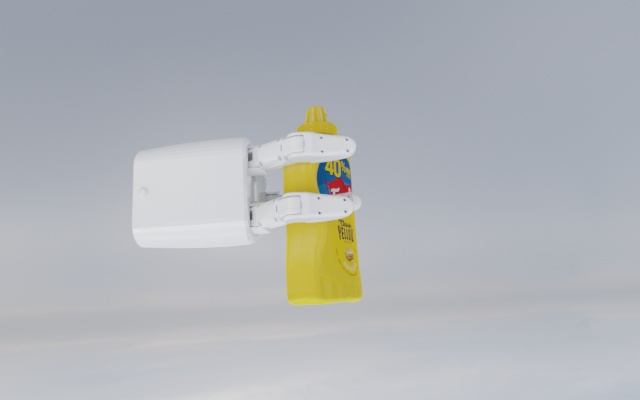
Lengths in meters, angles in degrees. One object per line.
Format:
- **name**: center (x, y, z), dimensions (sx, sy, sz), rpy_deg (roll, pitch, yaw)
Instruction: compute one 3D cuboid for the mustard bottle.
- **mustard bottle**: center (0.000, 0.002, 0.459), dimensions (0.058, 0.191, 0.096), rpy_deg (-10, -14, 27)
